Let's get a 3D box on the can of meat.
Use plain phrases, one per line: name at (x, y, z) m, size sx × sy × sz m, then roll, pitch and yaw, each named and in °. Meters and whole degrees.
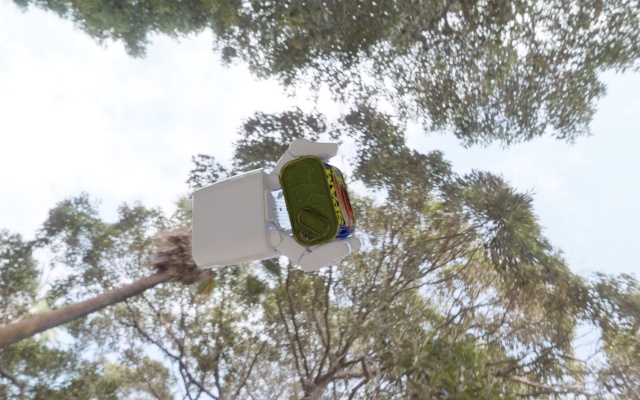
can of meat at (0.000, 0.002, 0.580) m, size 0.057 × 0.102 × 0.084 m, roll -17°, pitch -8°, yaw 19°
